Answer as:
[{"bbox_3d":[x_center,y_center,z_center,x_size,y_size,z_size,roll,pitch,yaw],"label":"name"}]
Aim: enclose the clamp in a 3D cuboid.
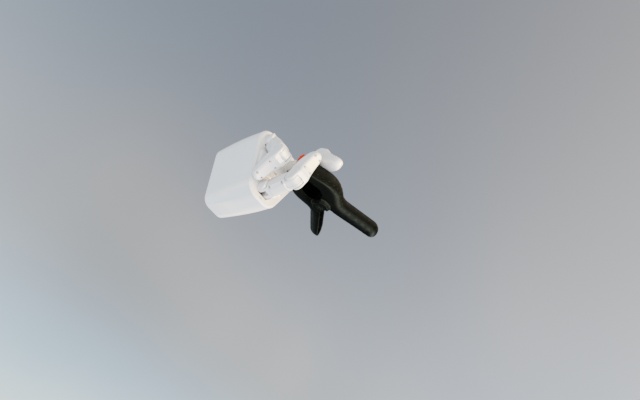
[{"bbox_3d":[0.000,0.003,0.726,0.120,0.039,0.171,-14,-52,36],"label":"clamp"}]
